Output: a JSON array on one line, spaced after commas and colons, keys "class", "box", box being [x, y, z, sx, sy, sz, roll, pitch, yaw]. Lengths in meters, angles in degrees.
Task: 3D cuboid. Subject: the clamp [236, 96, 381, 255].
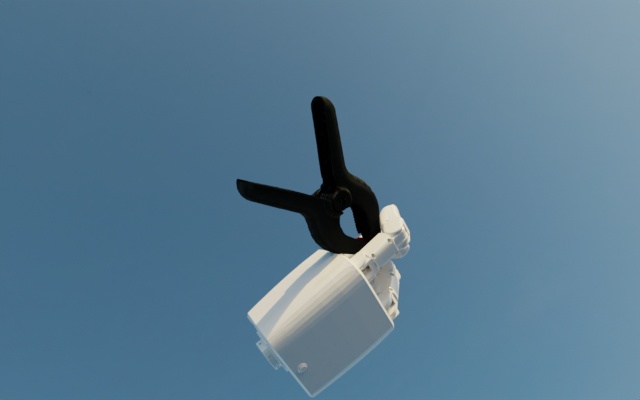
[{"class": "clamp", "box": [0.000, 0.001, 0.460, 0.120, 0.171, 0.039, -38, 25, -14]}]
